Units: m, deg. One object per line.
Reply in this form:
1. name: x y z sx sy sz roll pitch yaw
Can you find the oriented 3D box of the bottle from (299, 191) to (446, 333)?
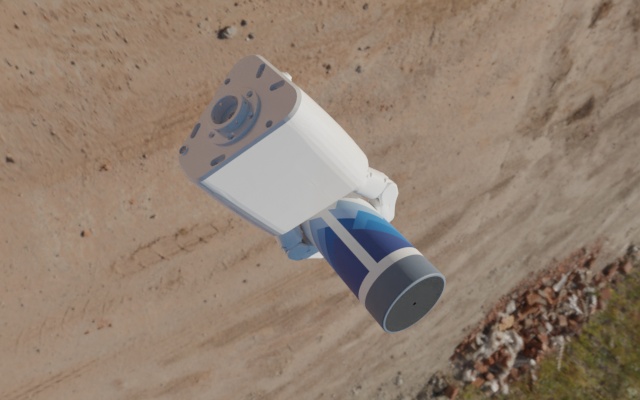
1. bottle: 0.000 0.002 0.483 0.069 0.069 0.295 0 35 -40
